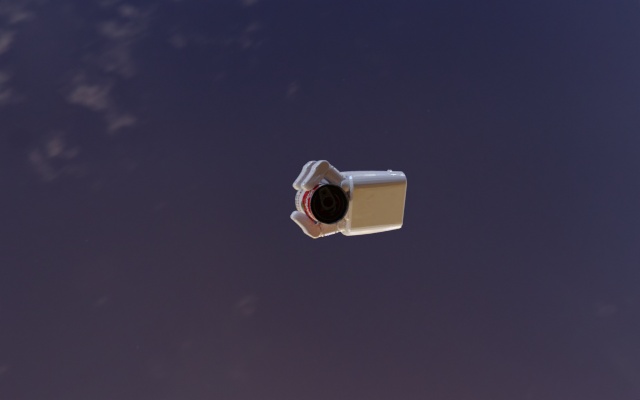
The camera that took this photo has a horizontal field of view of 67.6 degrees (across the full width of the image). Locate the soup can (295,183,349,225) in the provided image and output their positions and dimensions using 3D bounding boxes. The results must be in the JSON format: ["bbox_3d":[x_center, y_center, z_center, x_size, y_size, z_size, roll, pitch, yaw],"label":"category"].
[{"bbox_3d":[0.000,0.003,0.828,0.068,0.068,0.102,0,4,-18],"label":"soup can"}]
